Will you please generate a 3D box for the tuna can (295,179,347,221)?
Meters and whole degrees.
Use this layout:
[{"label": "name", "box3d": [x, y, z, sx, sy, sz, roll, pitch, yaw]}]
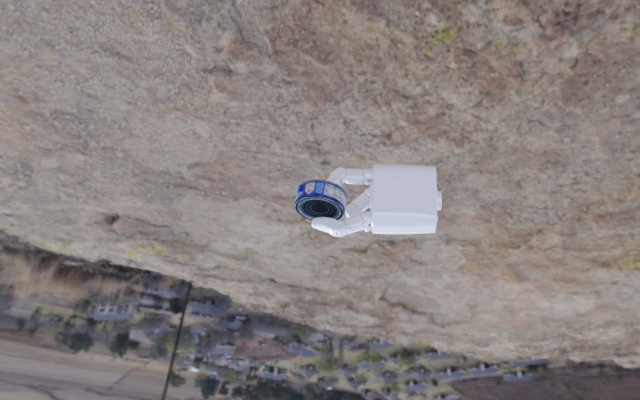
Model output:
[{"label": "tuna can", "box3d": [0.000, 0.003, 0.798, 0.086, 0.033, 0.086, 7, -31, 4]}]
